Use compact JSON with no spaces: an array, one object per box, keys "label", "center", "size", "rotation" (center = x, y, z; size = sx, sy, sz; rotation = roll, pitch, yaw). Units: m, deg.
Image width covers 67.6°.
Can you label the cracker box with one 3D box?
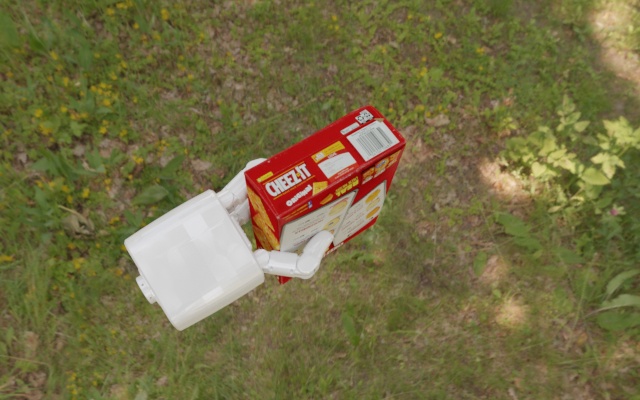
[{"label":"cracker box","center":[0.000,0.002,0.575],"size":[0.164,0.072,0.214],"rotation":[-31,-20,-18]}]
